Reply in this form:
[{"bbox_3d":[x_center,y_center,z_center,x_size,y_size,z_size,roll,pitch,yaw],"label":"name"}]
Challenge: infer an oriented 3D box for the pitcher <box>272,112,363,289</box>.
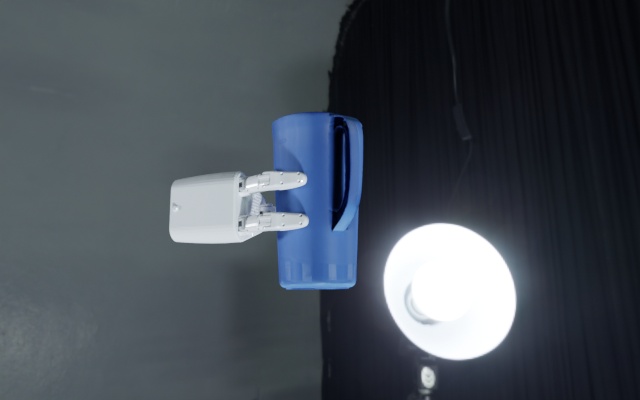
[{"bbox_3d":[0.000,0.002,0.677,0.145,0.242,0.149,-3,-10,14],"label":"pitcher"}]
